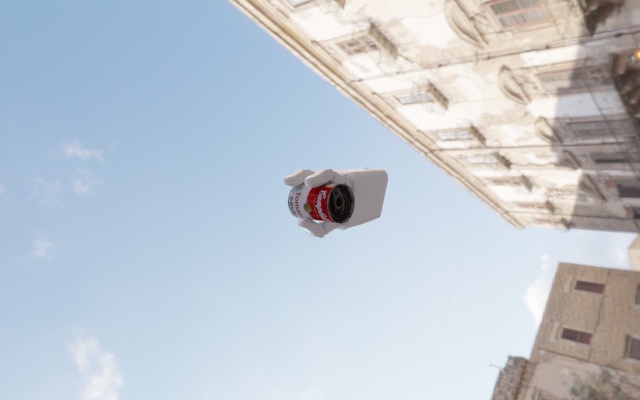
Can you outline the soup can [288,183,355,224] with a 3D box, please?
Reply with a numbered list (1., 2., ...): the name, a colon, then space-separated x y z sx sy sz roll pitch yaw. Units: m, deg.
1. soup can: 0.000 0.003 0.839 0.102 0.068 0.068 4 3 44
